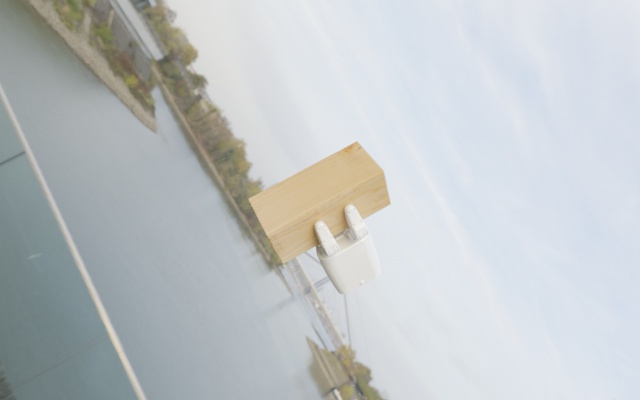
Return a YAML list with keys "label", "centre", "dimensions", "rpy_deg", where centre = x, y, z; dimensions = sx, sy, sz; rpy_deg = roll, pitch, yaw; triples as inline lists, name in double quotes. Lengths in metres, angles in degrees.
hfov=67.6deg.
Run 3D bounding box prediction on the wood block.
- label: "wood block"
  centre: [0.000, 0.003, 0.789]
  dimensions: [0.206, 0.090, 0.090]
  rpy_deg: [-29, 48, -6]
